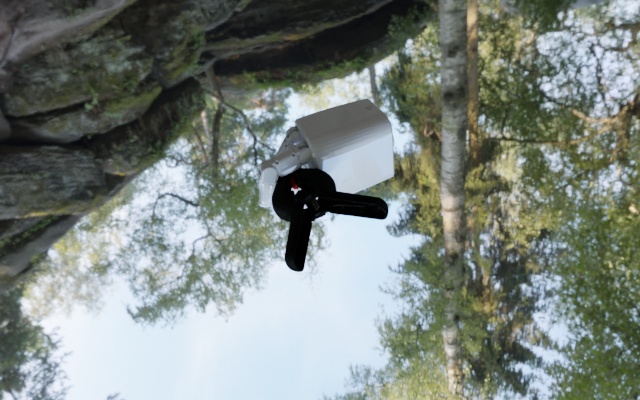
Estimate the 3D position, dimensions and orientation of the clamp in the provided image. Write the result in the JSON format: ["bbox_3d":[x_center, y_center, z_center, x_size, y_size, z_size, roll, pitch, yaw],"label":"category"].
[{"bbox_3d":[0.000,0.002,0.544,0.120,0.039,0.171,-22,37,-4],"label":"clamp"}]
